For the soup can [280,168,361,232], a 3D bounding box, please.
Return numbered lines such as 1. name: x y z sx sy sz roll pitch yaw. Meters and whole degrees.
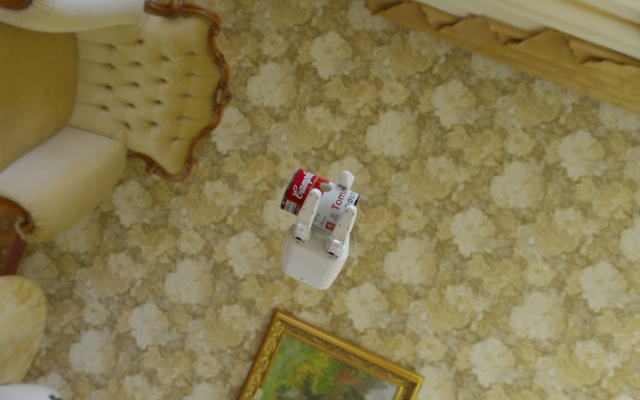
1. soup can: 0.001 0.002 0.711 0.102 0.068 0.068 24 2 4
